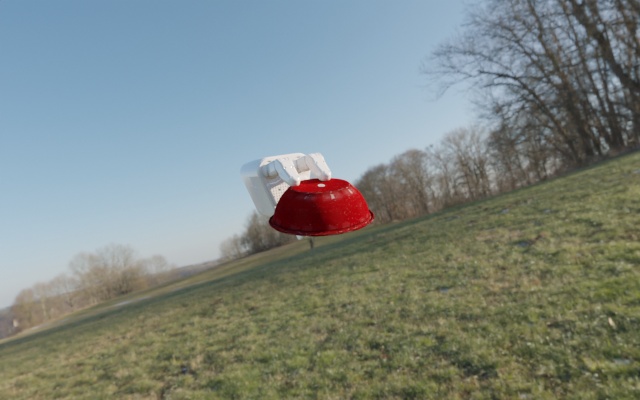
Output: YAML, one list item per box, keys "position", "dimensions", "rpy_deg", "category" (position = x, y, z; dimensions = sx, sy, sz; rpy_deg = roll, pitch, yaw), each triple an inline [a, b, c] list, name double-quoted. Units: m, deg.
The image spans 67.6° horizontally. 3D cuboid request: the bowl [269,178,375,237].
- position: [0.001, 0.002, 0.724]
  dimensions: [0.162, 0.055, 0.162]
  rpy_deg: [-3, 16, 1]
  category: "bowl"
